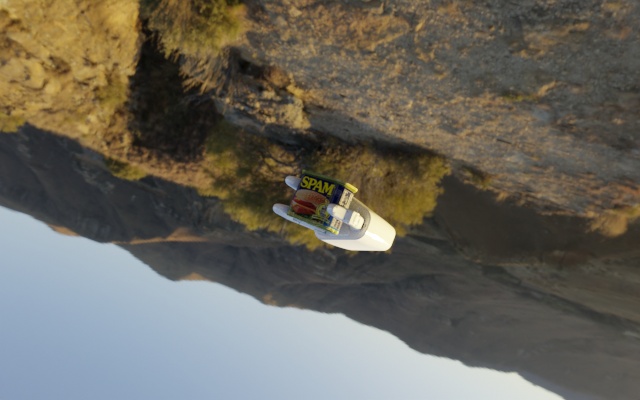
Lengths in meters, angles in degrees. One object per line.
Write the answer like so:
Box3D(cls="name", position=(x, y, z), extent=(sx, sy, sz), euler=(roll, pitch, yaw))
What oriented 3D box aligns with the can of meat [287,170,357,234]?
Box3D(cls="can of meat", position=(0.000, 0.003, 0.814), extent=(0.102, 0.084, 0.057), euler=(18, -6, 36))
